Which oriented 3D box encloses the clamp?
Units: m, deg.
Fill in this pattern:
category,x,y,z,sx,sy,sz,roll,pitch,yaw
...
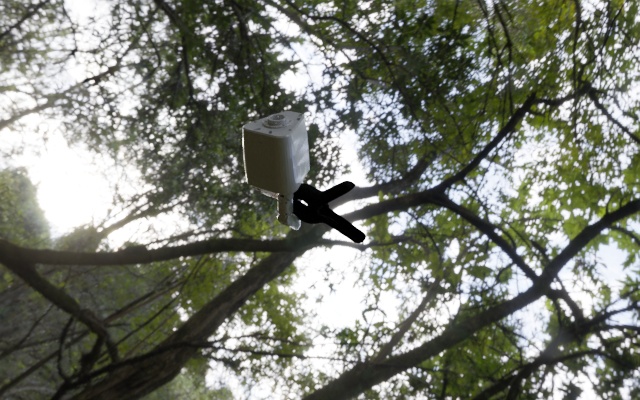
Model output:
category,x,y,z,sx,sy,sz,roll,pitch,yaw
clamp,0.000,0.002,0.818,0.171,0.120,0.039,17,37,27
